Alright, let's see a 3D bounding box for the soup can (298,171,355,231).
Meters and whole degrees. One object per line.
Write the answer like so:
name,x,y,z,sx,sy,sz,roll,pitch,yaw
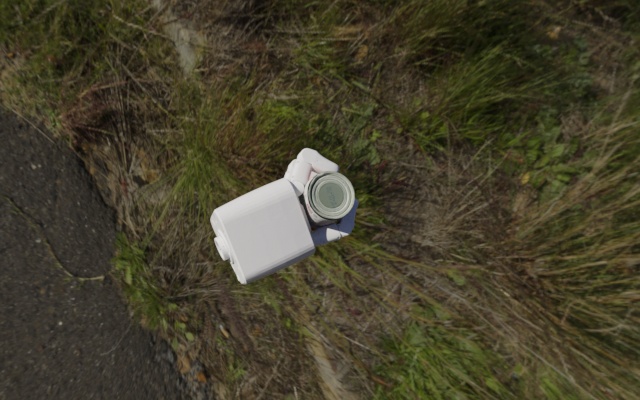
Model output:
soup can,0.001,0.002,0.671,0.068,0.068,0.102,0,-11,-17
